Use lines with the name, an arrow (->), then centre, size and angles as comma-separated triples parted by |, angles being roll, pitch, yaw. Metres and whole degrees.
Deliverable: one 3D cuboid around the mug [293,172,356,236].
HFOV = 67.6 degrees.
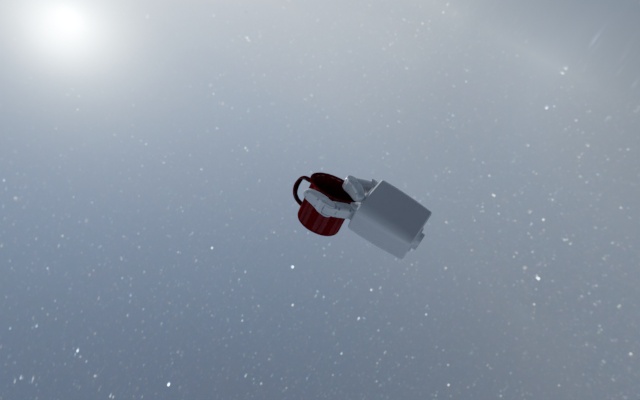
mug -> -0.001, 0.002, 0.844 | 0.117, 0.081, 0.093 | 32, 26, 13
